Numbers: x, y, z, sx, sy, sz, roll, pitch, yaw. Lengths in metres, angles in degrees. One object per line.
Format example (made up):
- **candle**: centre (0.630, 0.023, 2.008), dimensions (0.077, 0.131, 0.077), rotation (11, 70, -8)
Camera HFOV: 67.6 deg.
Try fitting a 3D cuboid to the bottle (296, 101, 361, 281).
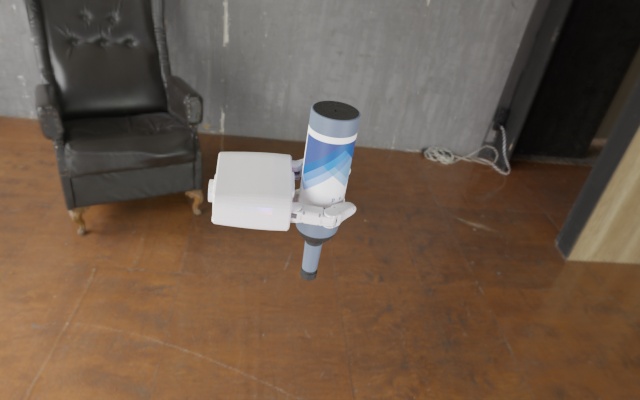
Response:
- **bottle**: centre (0.000, 0.002, 0.711), dimensions (0.069, 0.296, 0.069), rotation (7, 33, -4)
